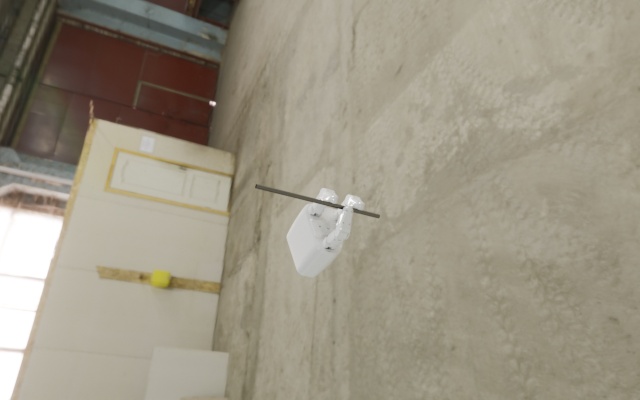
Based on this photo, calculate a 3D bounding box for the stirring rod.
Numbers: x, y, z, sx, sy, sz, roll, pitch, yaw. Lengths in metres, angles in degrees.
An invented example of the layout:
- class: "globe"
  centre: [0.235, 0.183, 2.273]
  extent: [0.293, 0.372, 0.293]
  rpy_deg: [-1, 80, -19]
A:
- class: "stirring rod"
  centre: [0.000, 0.003, 0.848]
  extent: [0.239, 0.011, 0.011]
  rpy_deg: [14, -5, -21]
